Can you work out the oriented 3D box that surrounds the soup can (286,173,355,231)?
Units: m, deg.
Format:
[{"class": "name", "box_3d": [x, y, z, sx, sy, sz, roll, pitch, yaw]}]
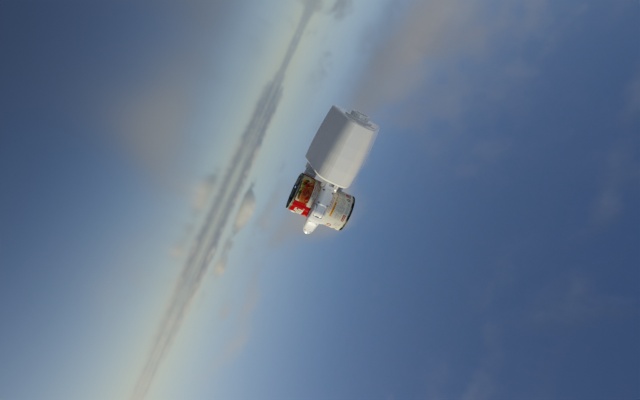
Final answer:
[{"class": "soup can", "box_3d": [0.000, 0.003, 0.826, 0.102, 0.068, 0.068, 24, -5, -10]}]
